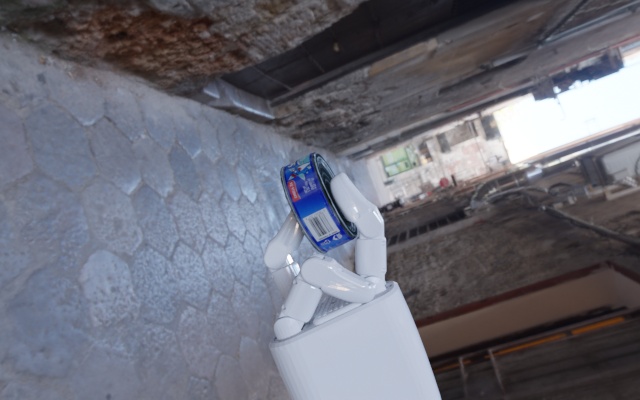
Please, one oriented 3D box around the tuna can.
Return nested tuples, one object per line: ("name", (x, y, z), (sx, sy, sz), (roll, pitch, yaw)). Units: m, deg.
("tuna can", (0.001, 0.001, 0.422), (0.034, 0.086, 0.086), (-26, -6, 11))
